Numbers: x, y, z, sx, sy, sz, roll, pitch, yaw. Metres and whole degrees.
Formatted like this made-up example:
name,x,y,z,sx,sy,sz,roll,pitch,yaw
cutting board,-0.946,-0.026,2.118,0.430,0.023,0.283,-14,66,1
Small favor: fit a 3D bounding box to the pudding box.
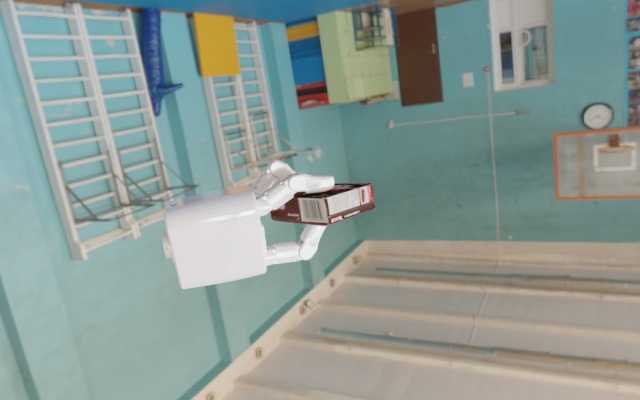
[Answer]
name,x,y,z,sx,sy,sz,roll,pitch,yaw
pudding box,0.000,0.002,0.624,0.090,0.039,0.113,-18,16,-41
